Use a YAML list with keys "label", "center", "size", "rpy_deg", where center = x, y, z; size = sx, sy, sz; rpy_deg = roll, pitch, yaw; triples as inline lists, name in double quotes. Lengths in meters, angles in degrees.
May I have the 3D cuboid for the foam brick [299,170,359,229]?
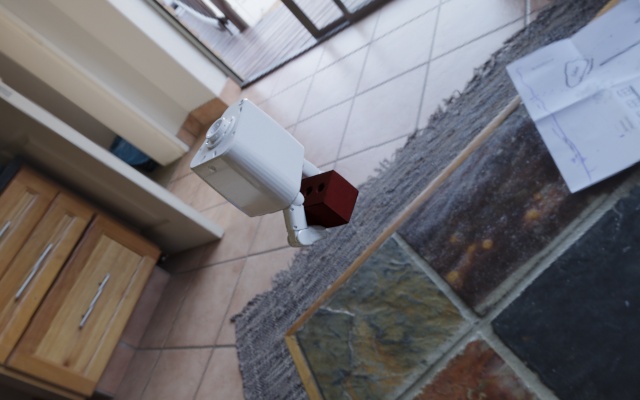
- label: "foam brick"
  center: [0.000, 0.002, 0.622]
  size: [0.078, 0.053, 0.051]
  rpy_deg: [-15, -45, 43]
